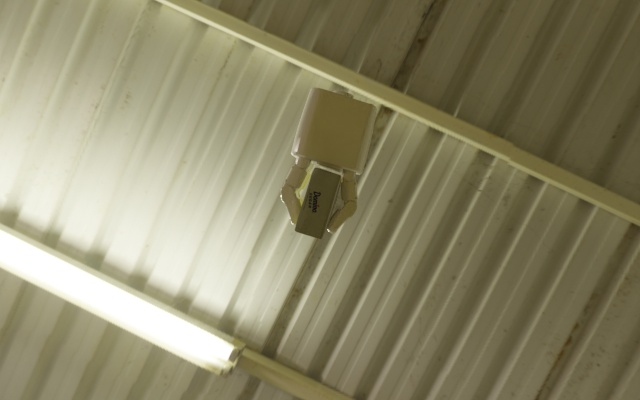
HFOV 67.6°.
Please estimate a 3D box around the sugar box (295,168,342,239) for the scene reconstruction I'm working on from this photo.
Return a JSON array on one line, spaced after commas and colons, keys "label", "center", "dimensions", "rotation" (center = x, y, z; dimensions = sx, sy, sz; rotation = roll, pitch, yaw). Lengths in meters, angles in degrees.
[{"label": "sugar box", "center": [0.000, 0.002, 0.723], "dimensions": [0.048, 0.093, 0.176], "rotation": [17, 1, 5]}]
